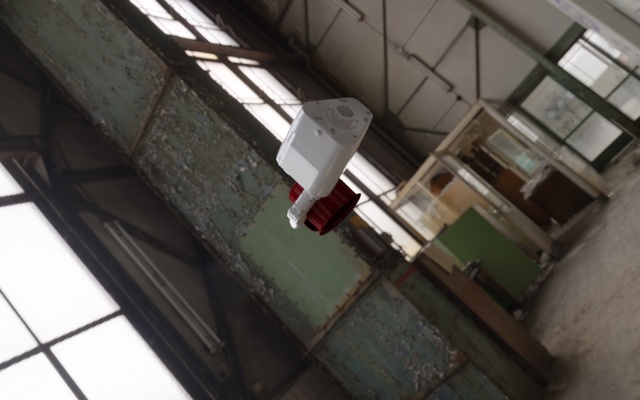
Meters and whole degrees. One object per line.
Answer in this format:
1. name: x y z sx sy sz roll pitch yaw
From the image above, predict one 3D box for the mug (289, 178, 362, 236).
1. mug: -0.001 0.003 0.771 0.093 0.081 0.117 -33 -18 -43
